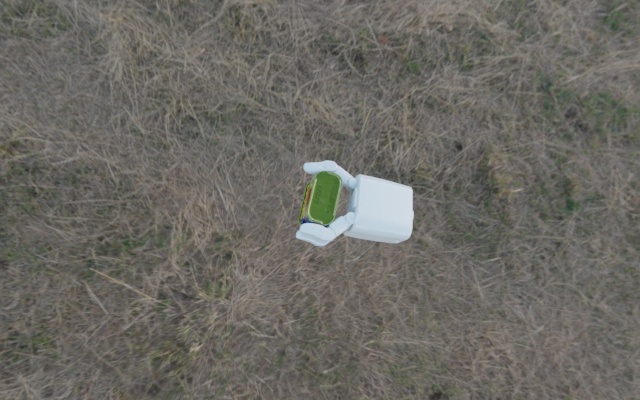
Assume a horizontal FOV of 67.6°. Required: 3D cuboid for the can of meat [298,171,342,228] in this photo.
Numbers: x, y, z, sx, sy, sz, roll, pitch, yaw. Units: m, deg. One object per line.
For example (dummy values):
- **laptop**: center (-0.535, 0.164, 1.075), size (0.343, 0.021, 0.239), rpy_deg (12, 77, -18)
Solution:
- **can of meat**: center (0.000, 0.003, 0.869), size (0.057, 0.102, 0.084), rpy_deg (15, -14, -8)
